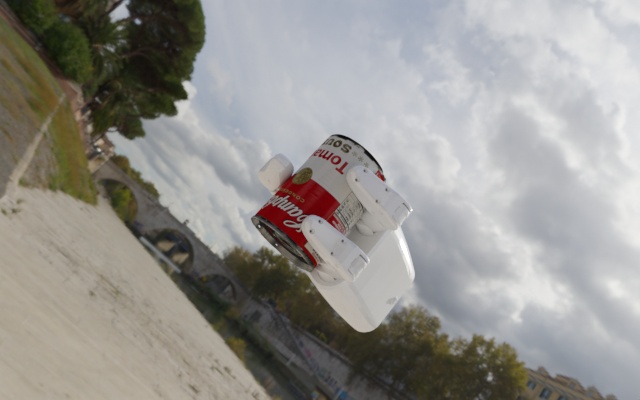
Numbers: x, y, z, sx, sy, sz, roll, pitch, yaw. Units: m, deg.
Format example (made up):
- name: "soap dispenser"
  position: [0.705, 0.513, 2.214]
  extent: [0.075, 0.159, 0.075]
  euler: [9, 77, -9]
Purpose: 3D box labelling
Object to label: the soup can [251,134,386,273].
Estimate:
- name: "soup can"
  position: [0.000, 0.001, 0.408]
  extent: [0.068, 0.102, 0.068]
  euler: [38, -16, 13]
